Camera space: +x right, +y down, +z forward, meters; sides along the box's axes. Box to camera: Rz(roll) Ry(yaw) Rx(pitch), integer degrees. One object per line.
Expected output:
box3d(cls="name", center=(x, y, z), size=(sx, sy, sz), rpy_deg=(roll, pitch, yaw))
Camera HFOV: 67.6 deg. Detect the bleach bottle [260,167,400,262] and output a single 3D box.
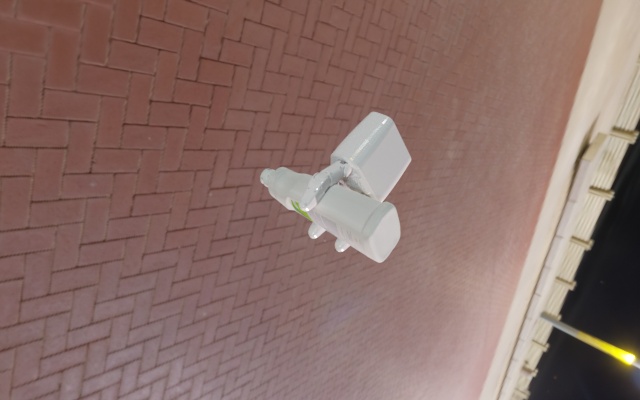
box3d(cls="bleach bottle", center=(0.000, 0.003, 0.741), size=(0.250, 0.068, 0.103), rpy_deg=(27, -22, 31))
